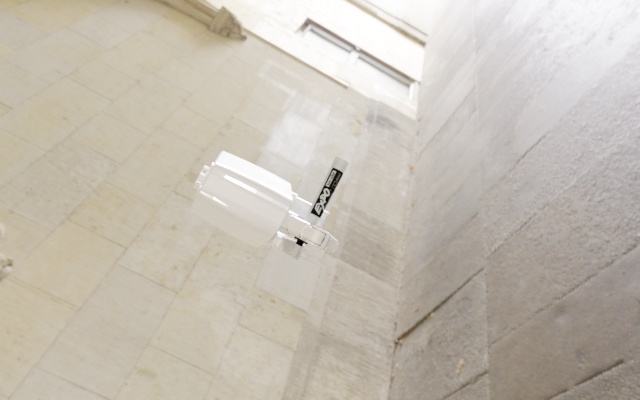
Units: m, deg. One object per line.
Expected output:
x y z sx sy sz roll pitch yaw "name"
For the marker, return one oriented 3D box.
0.000 0.002 0.599 0.020 0.121 0.020 27 -5 3 "marker"
